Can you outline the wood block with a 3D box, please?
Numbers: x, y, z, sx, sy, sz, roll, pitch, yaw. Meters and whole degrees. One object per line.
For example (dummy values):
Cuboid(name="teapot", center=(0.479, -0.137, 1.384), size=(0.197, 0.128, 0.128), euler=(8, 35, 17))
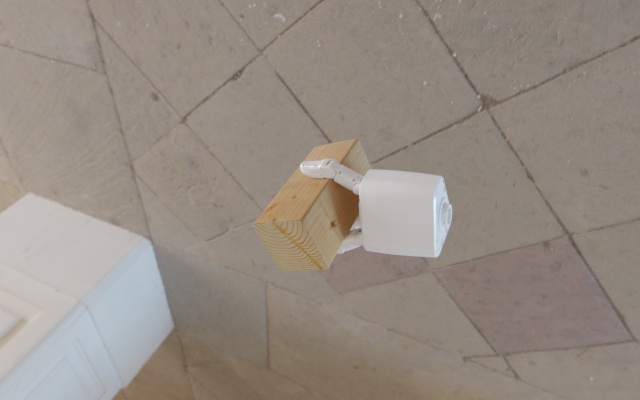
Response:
Cuboid(name="wood block", center=(0.000, 0.002, 0.729), size=(0.090, 0.091, 0.206), euler=(-7, 33, 35))
